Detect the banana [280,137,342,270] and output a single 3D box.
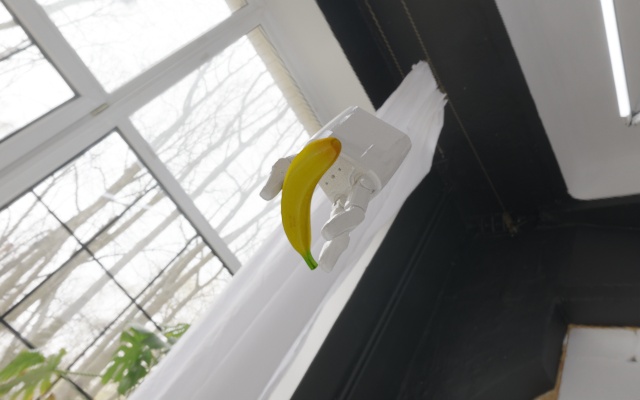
[{"bbox_3d":[-0.015,-0.005,0.548,0.069,0.198,0.037,30,48,21],"label":"banana"}]
